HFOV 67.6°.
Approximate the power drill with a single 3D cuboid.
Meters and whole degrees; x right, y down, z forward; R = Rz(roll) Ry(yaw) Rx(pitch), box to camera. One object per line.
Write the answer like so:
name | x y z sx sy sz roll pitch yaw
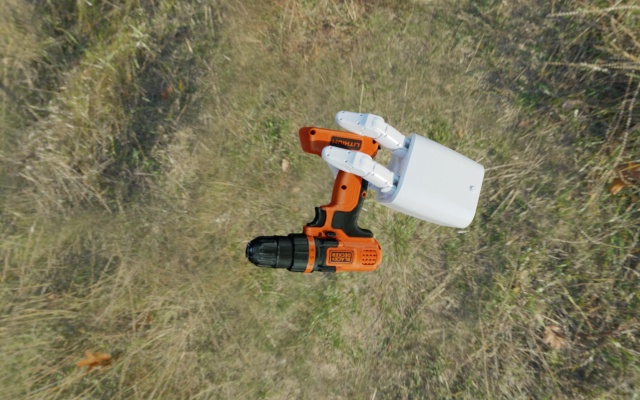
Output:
power drill | 0.000 0.002 0.621 0.184 0.187 0.057 4 6 -22
